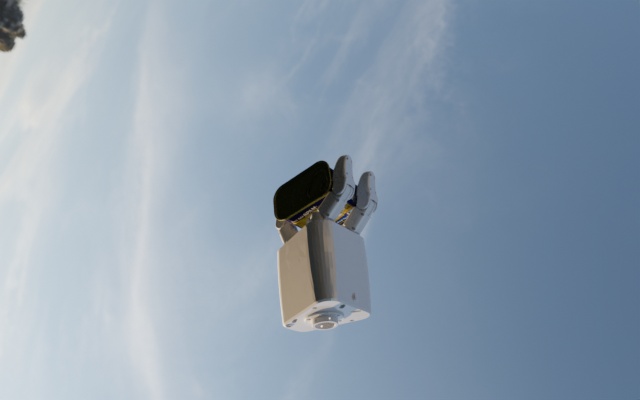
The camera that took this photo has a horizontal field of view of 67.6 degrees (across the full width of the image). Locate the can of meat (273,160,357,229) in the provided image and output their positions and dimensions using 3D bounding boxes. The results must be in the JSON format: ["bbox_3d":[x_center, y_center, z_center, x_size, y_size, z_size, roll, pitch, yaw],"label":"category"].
[{"bbox_3d":[0.000,0.002,0.661,0.102,0.057,0.084,-32,-41,29],"label":"can of meat"}]
